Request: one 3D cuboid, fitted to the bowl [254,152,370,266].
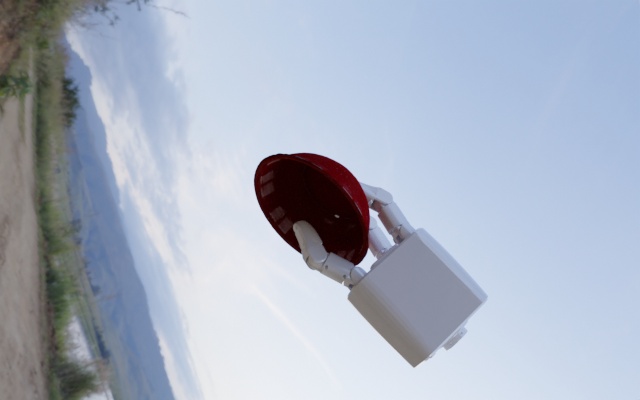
[{"bbox_3d":[-0.001,0.001,0.558,0.162,0.162,0.055,0,35,44],"label":"bowl"}]
